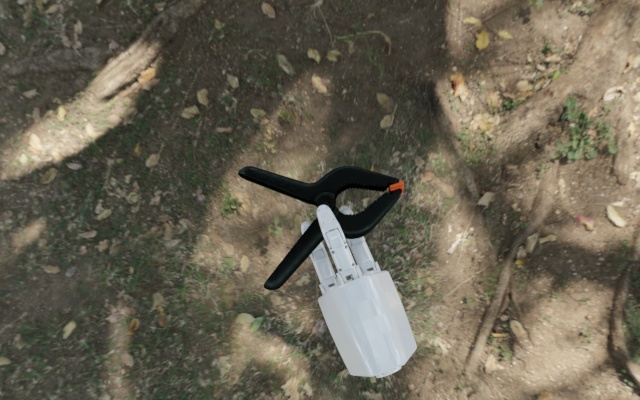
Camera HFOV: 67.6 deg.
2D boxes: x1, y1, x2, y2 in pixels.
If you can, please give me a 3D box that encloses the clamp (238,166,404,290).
[{"bbox_3d":[0.001,0.002,0.611,0.210,0.164,0.036,-22,-13,-1],"label":"clamp"}]
